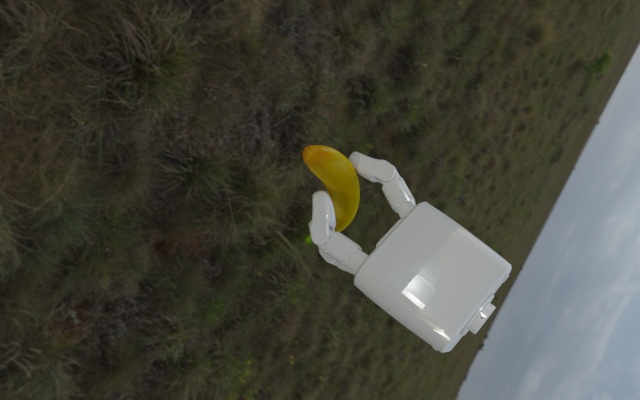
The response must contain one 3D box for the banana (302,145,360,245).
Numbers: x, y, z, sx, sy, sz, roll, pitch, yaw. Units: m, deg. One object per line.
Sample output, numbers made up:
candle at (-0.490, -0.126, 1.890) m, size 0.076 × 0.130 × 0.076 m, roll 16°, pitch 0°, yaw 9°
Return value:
banana at (0.015, -0.006, 0.548) m, size 0.069 × 0.037 × 0.198 m, roll -33°, pitch -27°, yaw -20°
